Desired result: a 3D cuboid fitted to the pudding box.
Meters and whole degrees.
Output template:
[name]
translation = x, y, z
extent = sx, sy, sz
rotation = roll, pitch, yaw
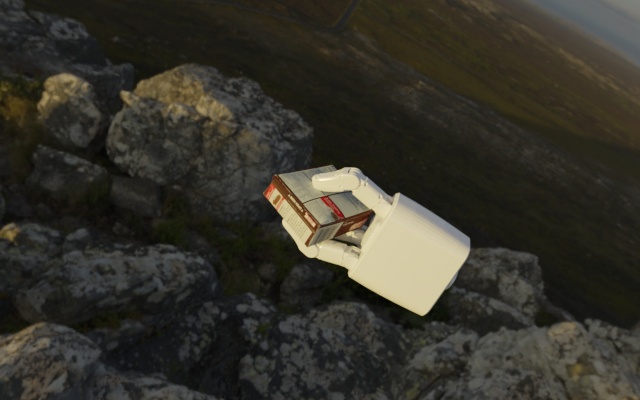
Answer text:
[pudding box]
translation = 0.000, 0.002, 0.592
extent = 0.113, 0.039, 0.090
rotation = -13, 55, -50
